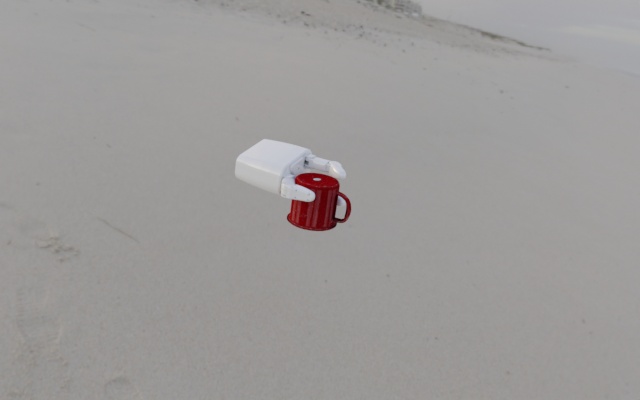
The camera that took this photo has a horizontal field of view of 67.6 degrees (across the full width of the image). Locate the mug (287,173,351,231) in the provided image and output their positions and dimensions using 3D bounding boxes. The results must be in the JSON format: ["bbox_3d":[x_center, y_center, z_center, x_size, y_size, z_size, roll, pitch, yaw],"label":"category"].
[{"bbox_3d":[0.001,0.003,0.855,0.117,0.081,0.093,17,22,23],"label":"mug"}]
